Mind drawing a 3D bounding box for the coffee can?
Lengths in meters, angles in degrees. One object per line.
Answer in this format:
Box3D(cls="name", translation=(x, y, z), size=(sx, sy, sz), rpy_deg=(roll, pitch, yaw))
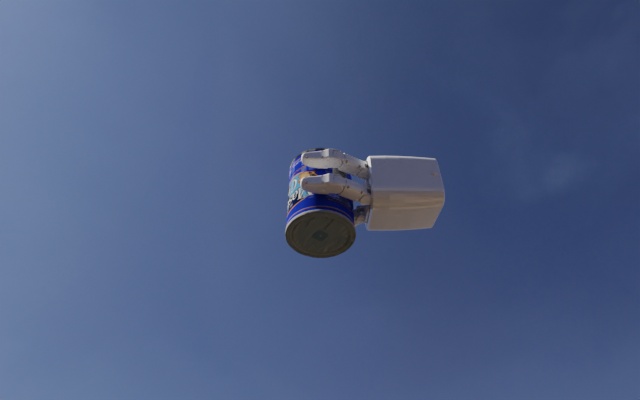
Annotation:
Box3D(cls="coffee can", translation=(0.000, 0.003, 0.737), size=(0.103, 0.140, 0.103), rpy_deg=(0, -44, 0))
